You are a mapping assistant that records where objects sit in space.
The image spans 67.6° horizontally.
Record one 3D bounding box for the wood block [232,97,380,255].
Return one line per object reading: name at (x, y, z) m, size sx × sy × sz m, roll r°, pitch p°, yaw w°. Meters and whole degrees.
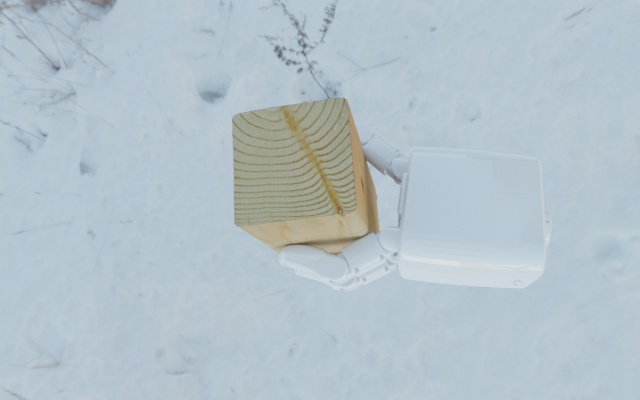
wood block at (0.000, 0.001, 0.434) m, size 0.090 × 0.090 × 0.206 m, roll -7°, pitch -19°, yaw 10°
